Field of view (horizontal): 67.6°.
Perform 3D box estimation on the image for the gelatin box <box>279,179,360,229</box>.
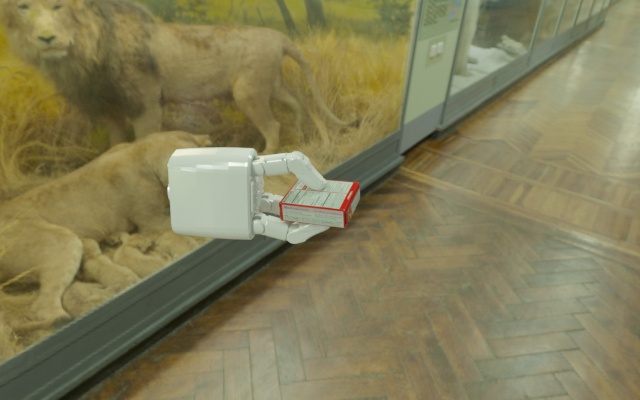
[{"bbox_3d":[0.000,0.002,0.618,0.089,0.030,0.073,5,31,17],"label":"gelatin box"}]
